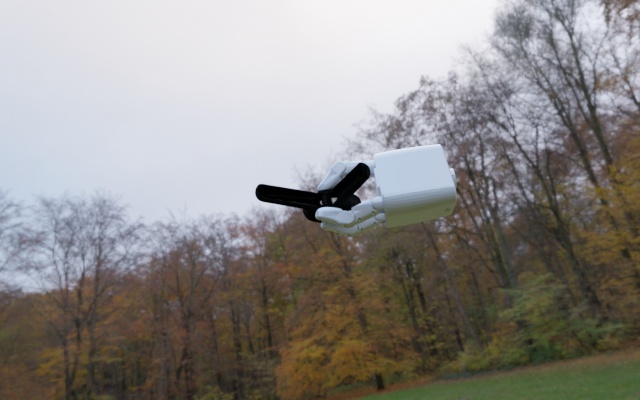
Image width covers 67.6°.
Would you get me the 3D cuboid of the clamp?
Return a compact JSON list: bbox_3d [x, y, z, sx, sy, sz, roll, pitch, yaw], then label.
[{"bbox_3d":[0.000,0.002,0.738,0.164,0.036,0.210,-8,-20,6],"label":"clamp"}]
